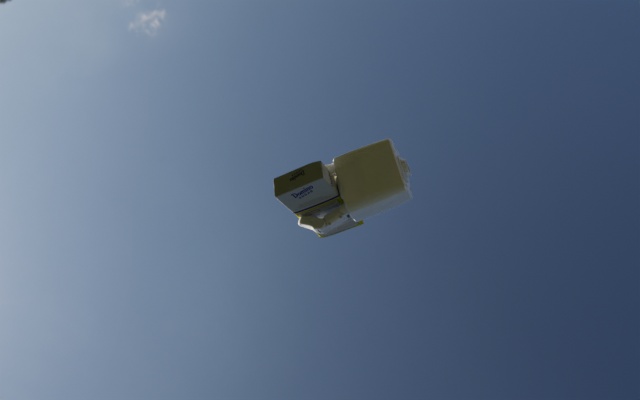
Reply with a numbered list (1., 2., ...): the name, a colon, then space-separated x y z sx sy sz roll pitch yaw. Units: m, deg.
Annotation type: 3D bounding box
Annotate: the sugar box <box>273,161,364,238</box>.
1. sugar box: 0.000 0.002 0.849 0.093 0.048 0.176 -21 -38 17
